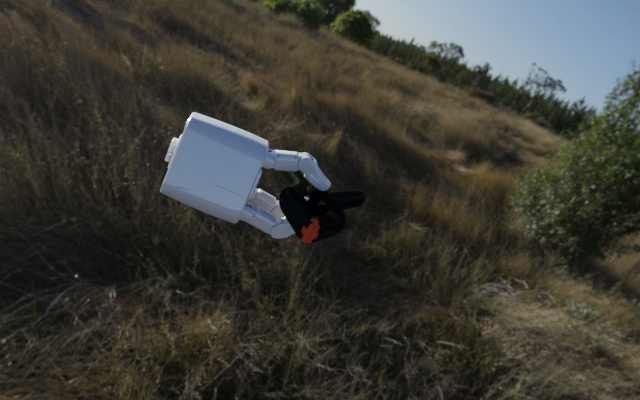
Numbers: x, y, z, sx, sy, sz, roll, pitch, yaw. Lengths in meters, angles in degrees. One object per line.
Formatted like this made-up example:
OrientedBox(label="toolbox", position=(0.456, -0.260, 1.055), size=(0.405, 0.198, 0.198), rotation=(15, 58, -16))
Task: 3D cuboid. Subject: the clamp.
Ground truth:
OrientedBox(label="clamp", position=(0.000, 0.002, 0.661), size=(0.164, 0.036, 0.210), rotation=(23, 22, -15))
